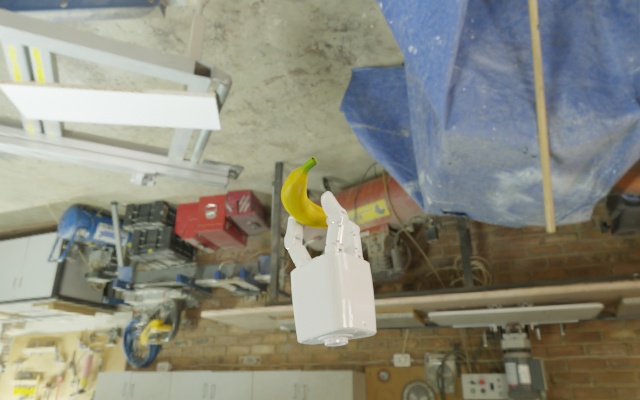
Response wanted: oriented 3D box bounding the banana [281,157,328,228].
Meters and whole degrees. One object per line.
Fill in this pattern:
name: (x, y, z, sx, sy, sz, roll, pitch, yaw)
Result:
banana: (-0.019, 0.005, 0.732, 0.069, 0.037, 0.198, -14, -28, 4)
